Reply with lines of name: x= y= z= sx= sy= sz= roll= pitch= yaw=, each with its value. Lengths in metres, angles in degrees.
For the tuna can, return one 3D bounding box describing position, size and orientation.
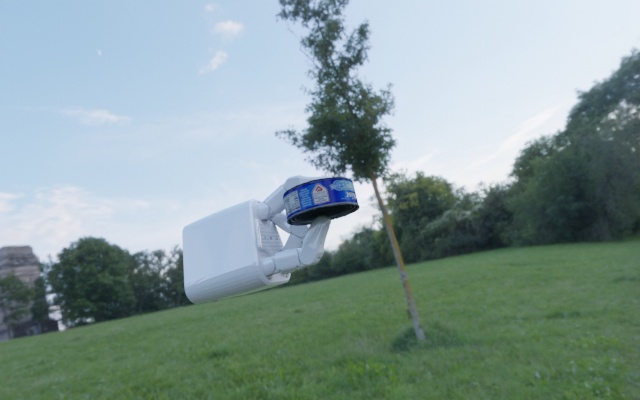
tuna can: x=0.000 y=0.001 z=0.554 sx=0.086 sy=0.033 sz=0.086 roll=-12 pitch=-13 yaw=-3
